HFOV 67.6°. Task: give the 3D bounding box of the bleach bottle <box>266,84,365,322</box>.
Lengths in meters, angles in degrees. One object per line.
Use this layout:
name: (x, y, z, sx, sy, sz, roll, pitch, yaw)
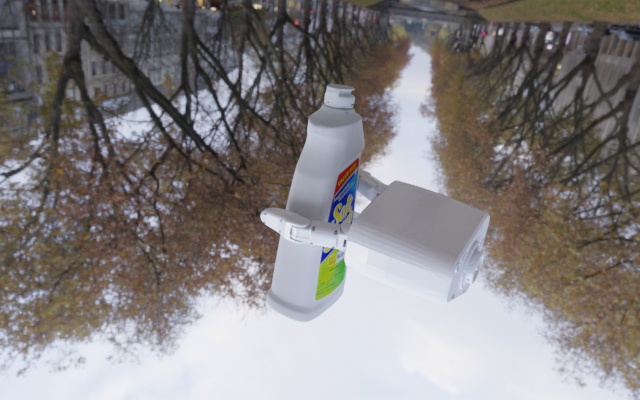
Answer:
bleach bottle: (0.000, 0.002, 0.525, 0.068, 0.251, 0.102, 20, 25, 28)
